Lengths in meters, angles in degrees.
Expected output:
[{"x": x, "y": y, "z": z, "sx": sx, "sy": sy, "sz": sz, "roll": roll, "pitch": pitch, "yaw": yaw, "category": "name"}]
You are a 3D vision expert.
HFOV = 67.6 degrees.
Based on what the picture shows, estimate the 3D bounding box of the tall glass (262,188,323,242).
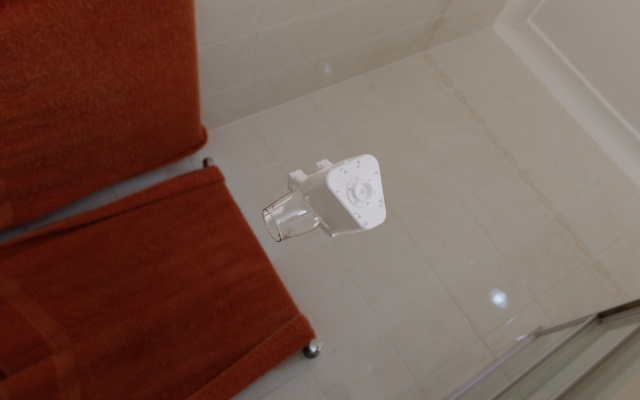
[{"x": 0.001, "y": 0.003, "z": 0.840, "sx": 0.201, "sy": 0.079, "sz": 0.079, "roll": -26, "pitch": 10, "yaw": -22, "category": "tall glass"}]
